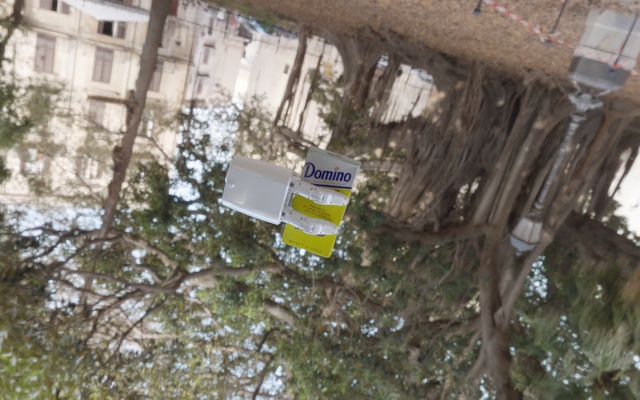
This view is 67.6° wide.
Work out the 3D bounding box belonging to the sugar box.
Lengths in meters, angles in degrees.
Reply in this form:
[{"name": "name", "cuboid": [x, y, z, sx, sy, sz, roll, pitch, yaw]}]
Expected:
[{"name": "sugar box", "cuboid": [0.000, 0.003, 0.835, 0.093, 0.176, 0.048, 18, 19, 3]}]
